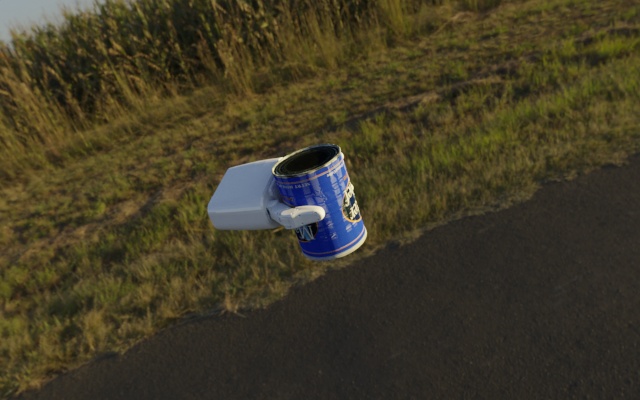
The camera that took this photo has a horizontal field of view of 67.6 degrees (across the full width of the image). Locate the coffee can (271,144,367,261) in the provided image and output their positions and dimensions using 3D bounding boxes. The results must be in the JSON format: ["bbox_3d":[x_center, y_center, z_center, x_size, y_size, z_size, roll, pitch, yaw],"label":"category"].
[{"bbox_3d":[0.000,0.002,0.697,0.103,0.140,0.102,-16,24,7],"label":"coffee can"}]
